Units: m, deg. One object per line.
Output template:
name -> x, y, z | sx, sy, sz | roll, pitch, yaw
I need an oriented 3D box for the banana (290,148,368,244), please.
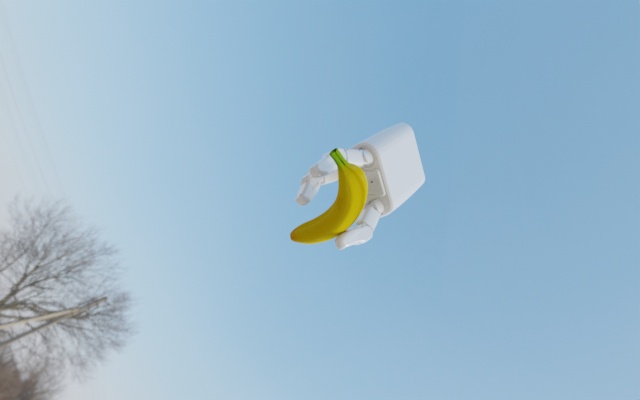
banana -> 0.016, 0.011, 0.632 | 0.037, 0.069, 0.198 | -45, -12, -41
